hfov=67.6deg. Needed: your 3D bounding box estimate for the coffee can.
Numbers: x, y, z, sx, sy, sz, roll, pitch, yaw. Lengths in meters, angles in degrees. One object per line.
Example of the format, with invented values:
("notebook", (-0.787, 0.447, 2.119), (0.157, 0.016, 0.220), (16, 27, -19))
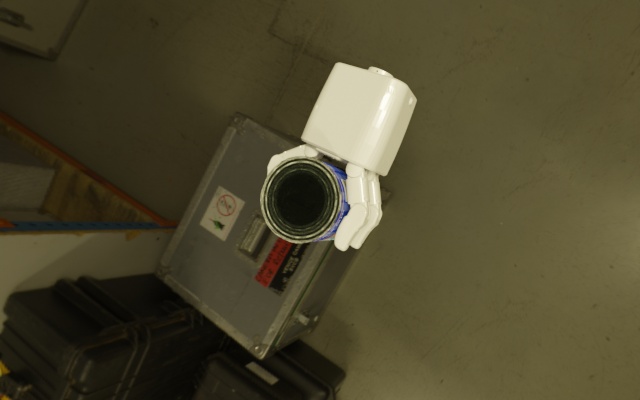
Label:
("coffee can", (0.000, 0.002, 0.619), (0.103, 0.103, 0.140), (0, -3, 21))
